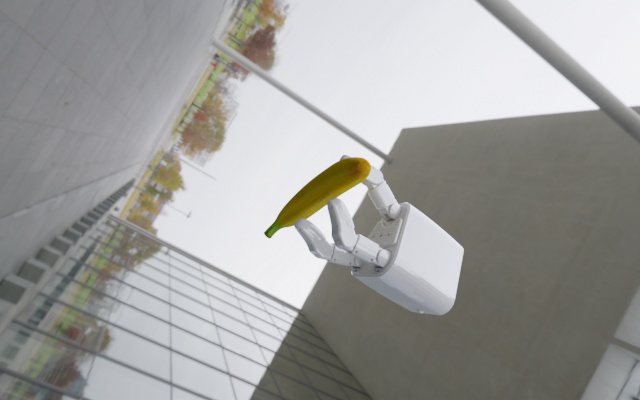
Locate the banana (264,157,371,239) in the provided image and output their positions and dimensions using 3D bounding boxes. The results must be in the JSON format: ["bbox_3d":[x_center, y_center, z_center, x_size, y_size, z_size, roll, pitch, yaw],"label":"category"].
[{"bbox_3d":[0.004,-0.009,0.595,0.037,0.069,0.198,39,-46,-14],"label":"banana"}]
